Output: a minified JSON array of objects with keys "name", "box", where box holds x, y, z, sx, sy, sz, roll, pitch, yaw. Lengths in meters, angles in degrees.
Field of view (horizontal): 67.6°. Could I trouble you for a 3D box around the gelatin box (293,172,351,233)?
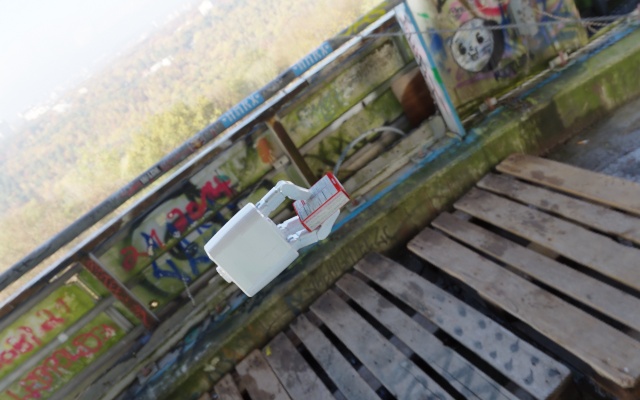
[{"name":"gelatin box","box":[0.000,0.002,0.799,0.030,0.089,0.073,45,7,-29]}]
